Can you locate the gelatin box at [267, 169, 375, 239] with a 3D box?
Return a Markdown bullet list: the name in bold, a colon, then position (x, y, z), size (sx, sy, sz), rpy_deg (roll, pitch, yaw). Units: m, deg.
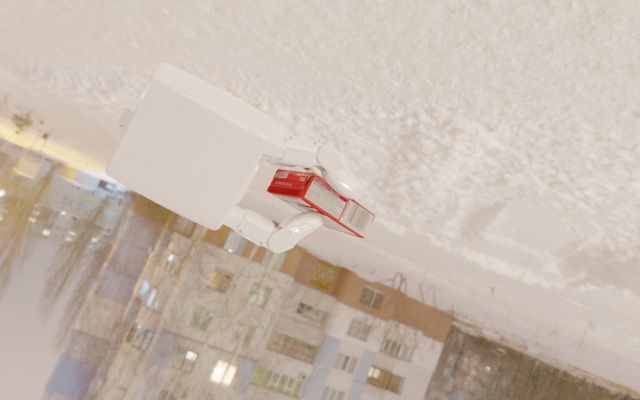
- **gelatin box**: position (0.000, 0.002, 0.485), size (0.089, 0.030, 0.073), rpy_deg (34, -11, -30)
